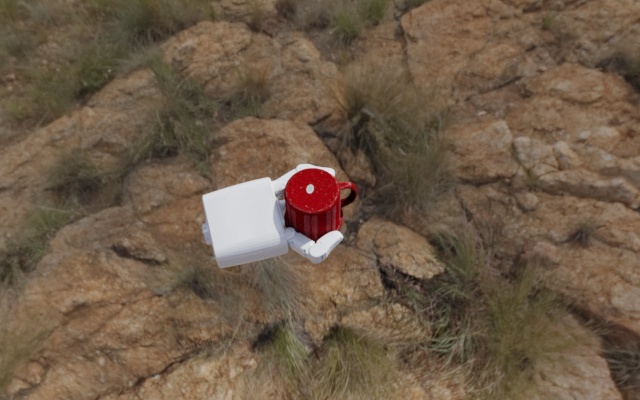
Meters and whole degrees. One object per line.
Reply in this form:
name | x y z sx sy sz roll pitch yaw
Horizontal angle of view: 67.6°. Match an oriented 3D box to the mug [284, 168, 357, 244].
mug | 0.002 0.002 0.714 0.117 0.093 0.082 -16 -31 -9
